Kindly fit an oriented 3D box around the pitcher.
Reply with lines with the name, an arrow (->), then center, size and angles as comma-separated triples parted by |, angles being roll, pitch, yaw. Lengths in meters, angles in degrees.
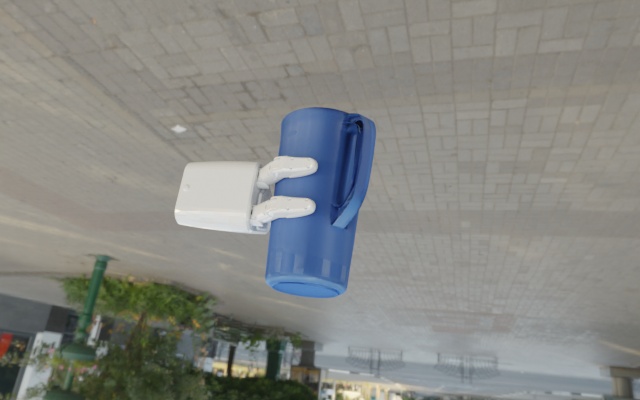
pitcher -> 0.000, 0.002, 0.651 | 0.145, 0.242, 0.149 | 3, -21, 10
